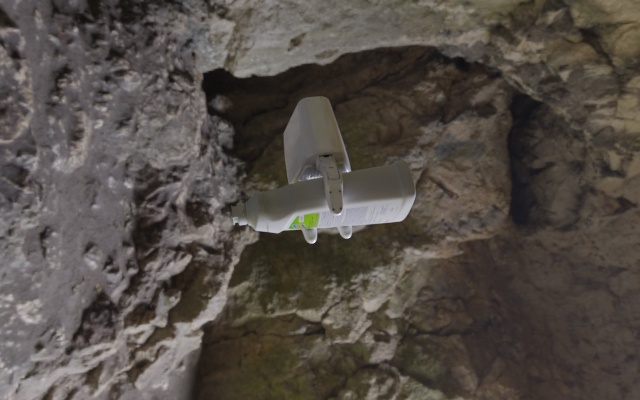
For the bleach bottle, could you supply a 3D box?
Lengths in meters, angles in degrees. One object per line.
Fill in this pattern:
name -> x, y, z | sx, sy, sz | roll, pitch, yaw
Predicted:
bleach bottle -> 0.000, 0.002, 0.681 | 0.251, 0.068, 0.103 | -6, -28, -8
